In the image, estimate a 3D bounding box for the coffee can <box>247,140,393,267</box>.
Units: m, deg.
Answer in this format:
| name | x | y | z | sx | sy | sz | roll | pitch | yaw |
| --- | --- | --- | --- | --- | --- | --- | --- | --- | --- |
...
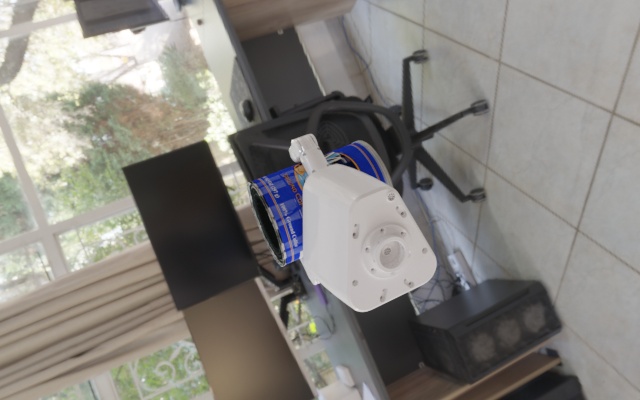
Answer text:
| name | x | y | z | sx | sy | sz | roll | pitch | yaw |
| --- | --- | --- | --- | --- | --- | --- | --- | --- | --- |
| coffee can | 0.000 | 0.002 | 0.551 | 0.140 | 0.103 | 0.103 | -22 | 6 | -16 |
